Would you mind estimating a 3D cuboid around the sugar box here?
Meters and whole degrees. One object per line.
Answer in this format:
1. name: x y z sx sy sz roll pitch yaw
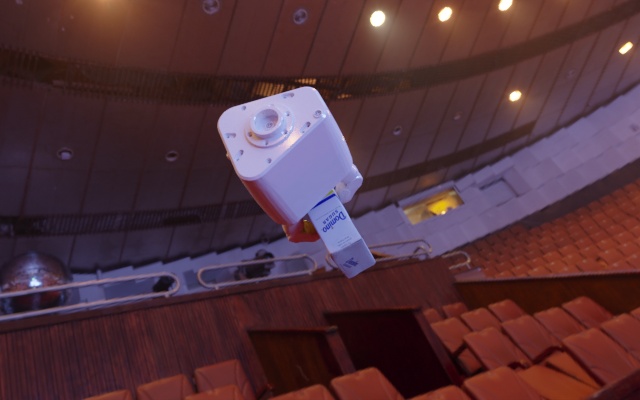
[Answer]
1. sugar box: 0.000 0.002 0.578 0.048 0.176 0.093 -29 -29 2
